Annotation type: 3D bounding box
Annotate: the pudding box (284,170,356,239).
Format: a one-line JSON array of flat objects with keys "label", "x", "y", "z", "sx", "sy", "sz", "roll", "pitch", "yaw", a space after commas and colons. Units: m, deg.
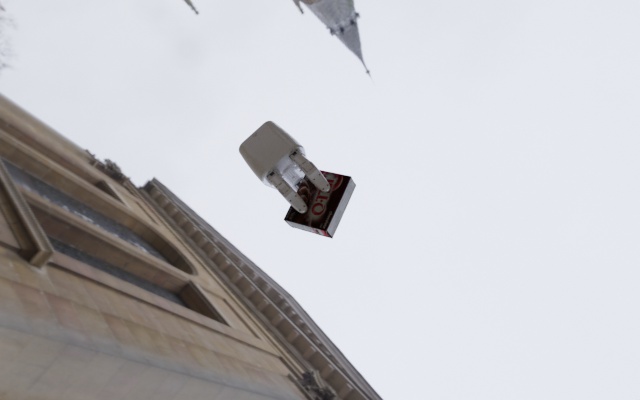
[{"label": "pudding box", "x": 0.000, "y": 0.003, "z": 0.842, "sx": 0.090, "sy": 0.113, "sz": 0.039, "roll": 13, "pitch": -20, "yaw": 31}]
